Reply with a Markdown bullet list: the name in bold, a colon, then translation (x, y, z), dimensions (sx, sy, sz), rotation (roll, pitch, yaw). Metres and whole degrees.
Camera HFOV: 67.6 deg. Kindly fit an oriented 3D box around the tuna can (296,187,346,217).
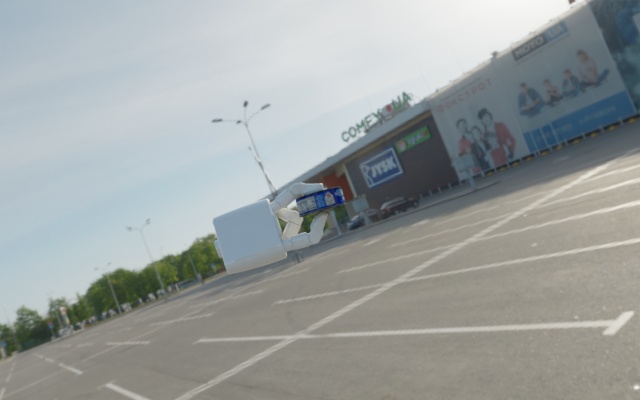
- **tuna can**: translation (0.000, 0.002, 0.842), dimensions (0.086, 0.034, 0.086), rotation (-15, -3, -1)
